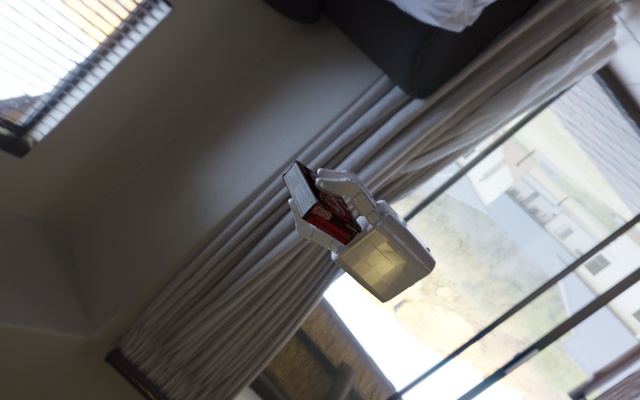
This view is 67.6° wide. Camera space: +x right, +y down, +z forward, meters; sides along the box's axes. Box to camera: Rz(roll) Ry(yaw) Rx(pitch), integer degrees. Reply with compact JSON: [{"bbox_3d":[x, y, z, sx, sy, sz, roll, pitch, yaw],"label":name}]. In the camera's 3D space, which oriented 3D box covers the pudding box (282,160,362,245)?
[{"bbox_3d":[0.000,0.002,0.674,0.090,0.039,0.113,35,14,-36],"label":"pudding box"}]
